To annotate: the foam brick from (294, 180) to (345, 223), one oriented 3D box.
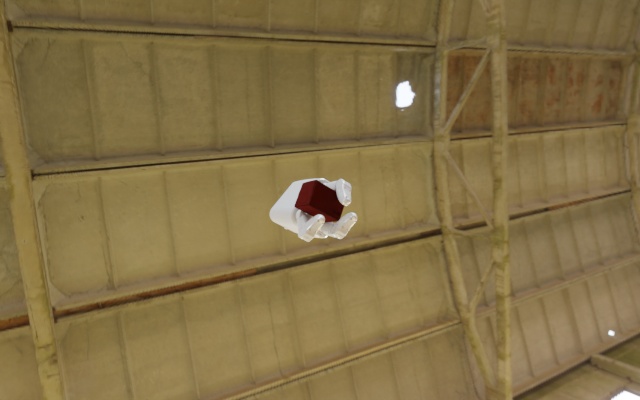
[{"bbox_3d":[0.000,0.003,0.898,0.078,0.053,0.051,30,-20,-30],"label":"foam brick"}]
